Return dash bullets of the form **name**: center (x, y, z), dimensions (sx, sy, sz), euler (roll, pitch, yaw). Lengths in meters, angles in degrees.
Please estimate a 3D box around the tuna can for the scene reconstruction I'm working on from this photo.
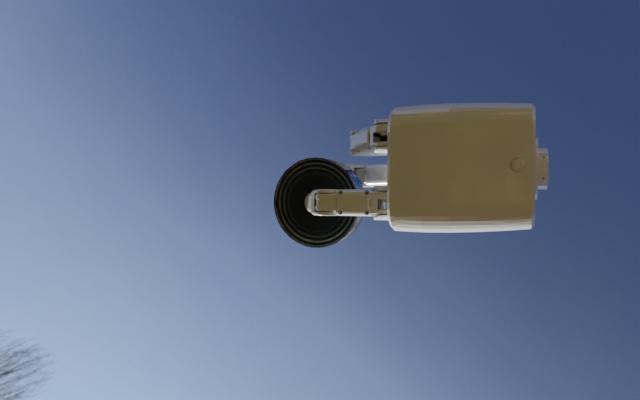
- **tuna can**: center (0.000, 0.001, 0.467), dimensions (0.086, 0.086, 0.034), euler (0, 3, 20)
